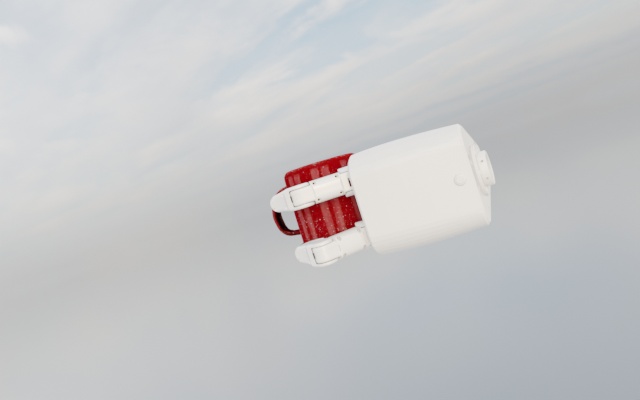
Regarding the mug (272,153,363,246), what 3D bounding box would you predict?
[{"bbox_3d":[-0.001,0.002,0.514,0.117,0.081,0.093,-16,2,25],"label":"mug"}]
